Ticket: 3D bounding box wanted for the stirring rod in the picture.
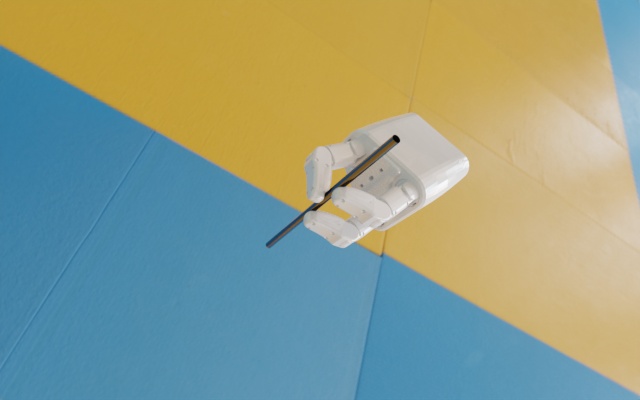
[{"bbox_3d":[0.000,0.002,0.476,0.011,0.011,0.240,0,-25,-34],"label":"stirring rod"}]
